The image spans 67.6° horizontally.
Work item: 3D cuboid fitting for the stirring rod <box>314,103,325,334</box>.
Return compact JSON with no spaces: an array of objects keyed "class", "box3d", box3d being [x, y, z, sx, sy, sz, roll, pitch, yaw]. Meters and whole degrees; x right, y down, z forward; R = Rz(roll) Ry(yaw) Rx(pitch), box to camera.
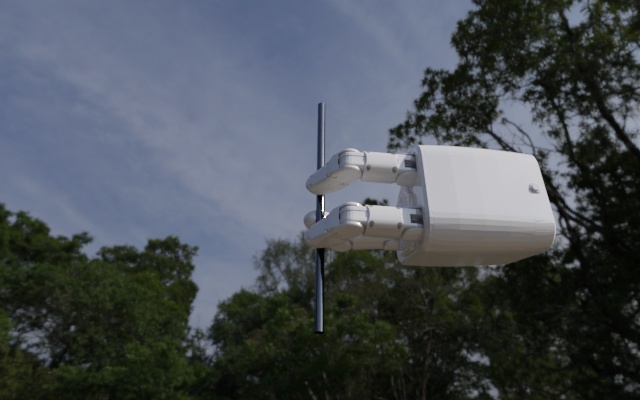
[{"class":"stirring rod","box3d":[0.000,0.002,0.435,0.011,0.239,0.011,0,-33,0]}]
